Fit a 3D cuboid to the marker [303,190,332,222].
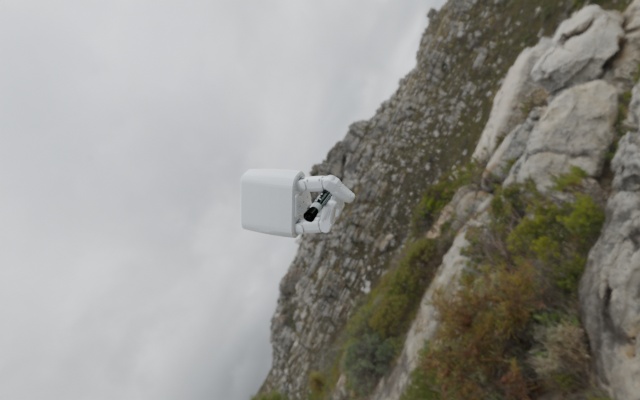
[{"bbox_3d":[0.000,0.003,0.789,0.020,0.020,0.121,0,25,22],"label":"marker"}]
